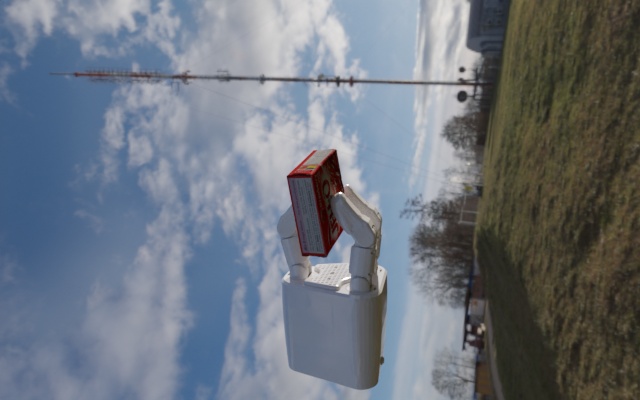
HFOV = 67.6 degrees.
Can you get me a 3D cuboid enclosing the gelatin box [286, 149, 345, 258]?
[{"bbox_3d":[0.000,0.001,0.480,0.030,0.089,0.073,-1,24,22],"label":"gelatin box"}]
